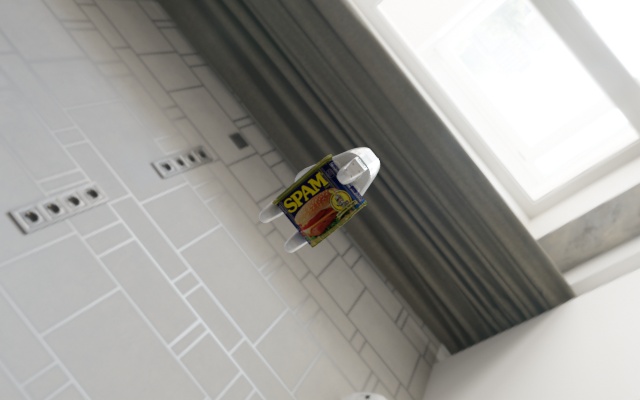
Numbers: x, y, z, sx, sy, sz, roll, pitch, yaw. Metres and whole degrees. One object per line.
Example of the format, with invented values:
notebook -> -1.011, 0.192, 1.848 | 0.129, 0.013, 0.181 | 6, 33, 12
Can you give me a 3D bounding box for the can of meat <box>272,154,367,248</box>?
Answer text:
can of meat -> 0.000, 0.002, 0.650 | 0.102, 0.084, 0.057 | -39, 0, 18
